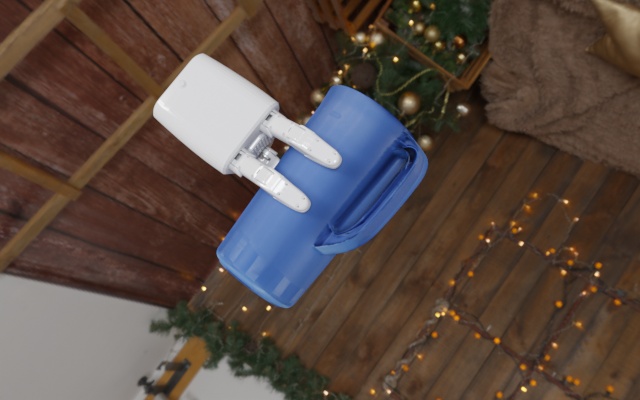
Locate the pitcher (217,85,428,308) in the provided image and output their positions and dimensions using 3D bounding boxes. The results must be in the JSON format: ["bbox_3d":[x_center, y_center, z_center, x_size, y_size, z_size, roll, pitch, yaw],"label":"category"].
[{"bbox_3d":[0.000,0.002,0.545,0.145,0.243,0.149,37,-6,4],"label":"pitcher"}]
